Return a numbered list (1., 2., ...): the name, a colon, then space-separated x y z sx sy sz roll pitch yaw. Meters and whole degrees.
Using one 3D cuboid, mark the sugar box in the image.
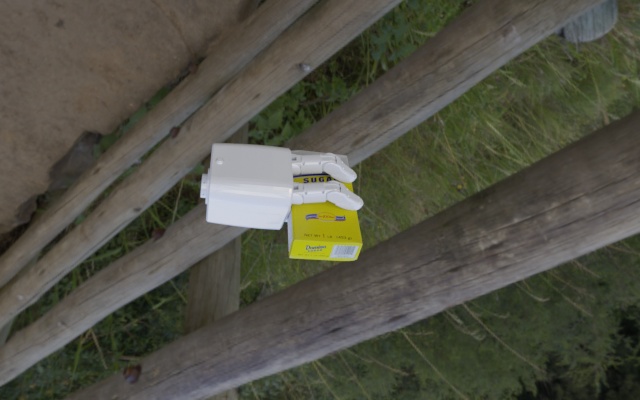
1. sugar box: 0.000 0.002 0.674 0.093 0.176 0.048 5 -42 -12
